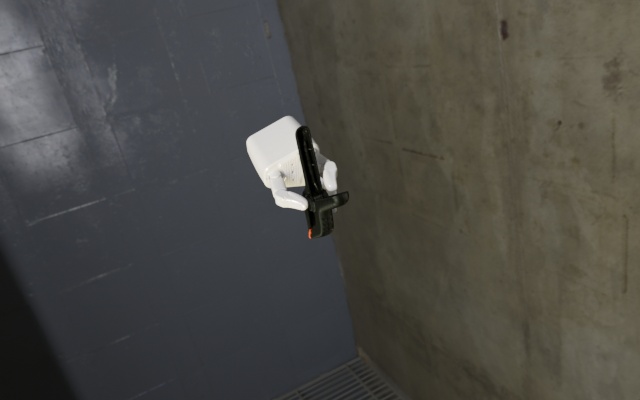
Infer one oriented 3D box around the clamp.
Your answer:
[{"bbox_3d":[-0.001,0.003,0.795,0.036,0.210,0.164,-17,47,-16],"label":"clamp"}]
